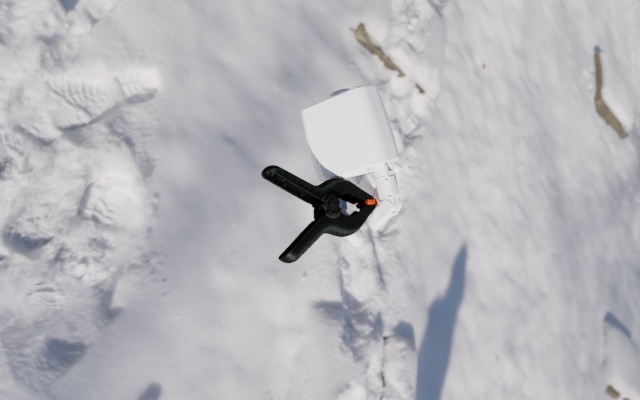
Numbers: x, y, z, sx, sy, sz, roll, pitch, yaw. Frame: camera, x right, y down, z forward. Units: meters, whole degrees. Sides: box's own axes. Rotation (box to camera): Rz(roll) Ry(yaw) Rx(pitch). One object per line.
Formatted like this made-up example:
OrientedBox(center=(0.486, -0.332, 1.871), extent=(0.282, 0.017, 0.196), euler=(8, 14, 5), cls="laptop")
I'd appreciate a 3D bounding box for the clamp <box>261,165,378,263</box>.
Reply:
OrientedBox(center=(0.001, 0.002, 0.616), extent=(0.171, 0.120, 0.039), euler=(-16, 1, -41), cls="clamp")
